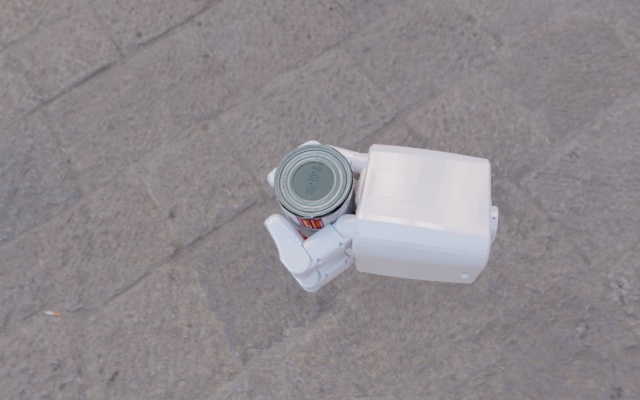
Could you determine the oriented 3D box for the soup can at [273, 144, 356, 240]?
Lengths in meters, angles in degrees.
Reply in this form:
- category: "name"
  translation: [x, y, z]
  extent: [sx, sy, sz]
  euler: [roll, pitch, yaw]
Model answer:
- category: "soup can"
  translation: [0.000, 0.001, 0.433]
  extent: [0.068, 0.068, 0.102]
  euler: [0, -21, 8]
